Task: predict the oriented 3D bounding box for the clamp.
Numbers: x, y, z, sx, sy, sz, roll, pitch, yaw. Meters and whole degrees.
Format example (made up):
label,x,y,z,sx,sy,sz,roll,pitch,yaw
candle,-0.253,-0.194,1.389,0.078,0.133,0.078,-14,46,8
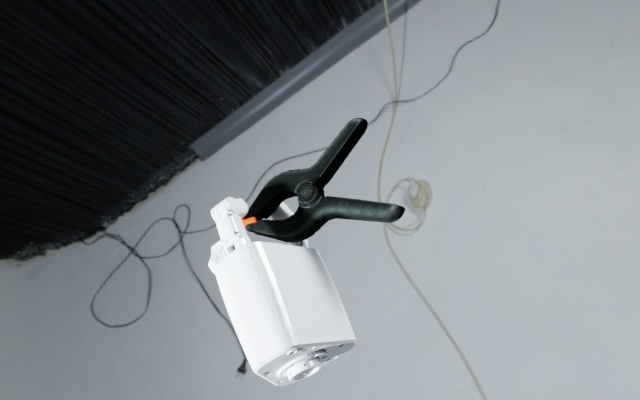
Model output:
label,x,y,z,sx,sy,sz,roll,pitch,yaw
clamp,0.000,0.001,0.495,0.171,0.120,0.039,-34,-32,11
